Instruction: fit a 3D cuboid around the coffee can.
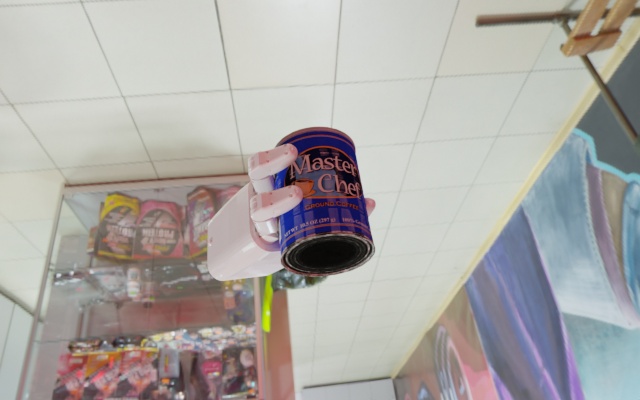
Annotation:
[{"bbox_3d":[0.000,0.002,0.546,0.103,0.140,0.103,-6,-32,-4],"label":"coffee can"}]
